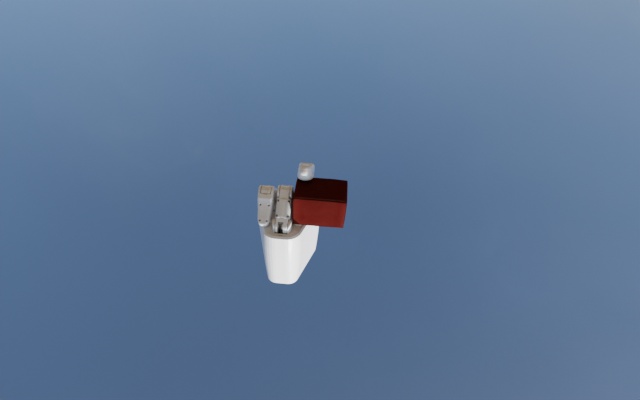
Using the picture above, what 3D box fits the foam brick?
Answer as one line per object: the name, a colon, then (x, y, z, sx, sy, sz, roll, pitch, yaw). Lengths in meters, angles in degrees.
foam brick: (0.000, 0.002, 0.703, 0.078, 0.051, 0.053, 5, 39, 3)
